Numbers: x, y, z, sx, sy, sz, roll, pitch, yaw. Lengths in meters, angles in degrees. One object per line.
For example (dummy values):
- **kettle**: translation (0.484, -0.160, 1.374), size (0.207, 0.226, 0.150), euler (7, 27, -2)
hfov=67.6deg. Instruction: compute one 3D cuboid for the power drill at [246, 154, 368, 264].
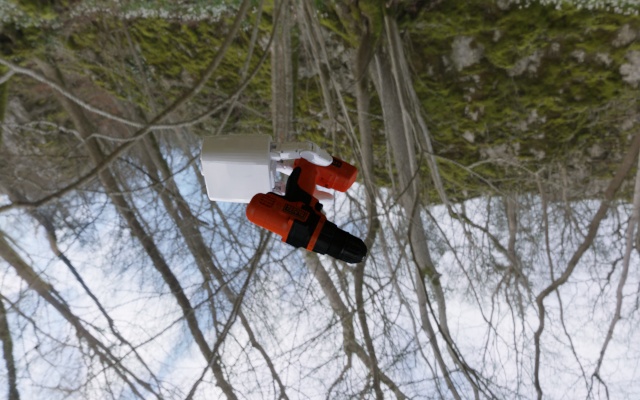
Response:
- **power drill**: translation (0.000, 0.002, 0.735), size (0.184, 0.057, 0.187), euler (25, 39, 0)
